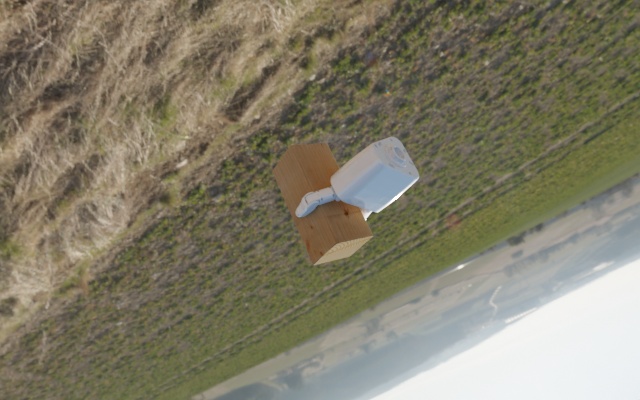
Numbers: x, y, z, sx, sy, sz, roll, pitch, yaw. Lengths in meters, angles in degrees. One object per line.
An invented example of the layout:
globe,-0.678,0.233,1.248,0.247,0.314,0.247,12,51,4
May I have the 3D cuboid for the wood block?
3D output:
wood block,0.000,0.003,0.892,0.091,0.206,0.090,-8,-27,-37
